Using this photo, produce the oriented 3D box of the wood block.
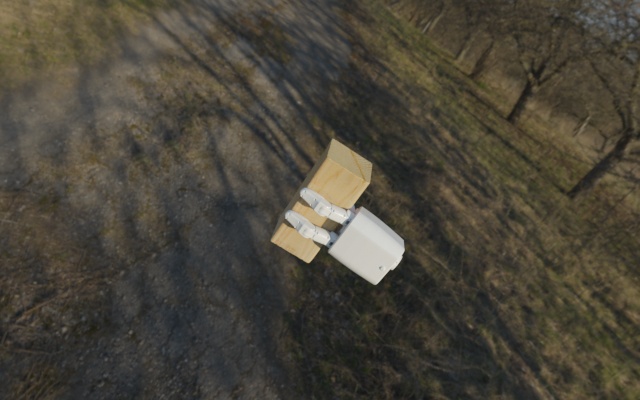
[{"bbox_3d":[0.001,0.003,0.888,0.090,0.206,0.090,31,28,-8],"label":"wood block"}]
